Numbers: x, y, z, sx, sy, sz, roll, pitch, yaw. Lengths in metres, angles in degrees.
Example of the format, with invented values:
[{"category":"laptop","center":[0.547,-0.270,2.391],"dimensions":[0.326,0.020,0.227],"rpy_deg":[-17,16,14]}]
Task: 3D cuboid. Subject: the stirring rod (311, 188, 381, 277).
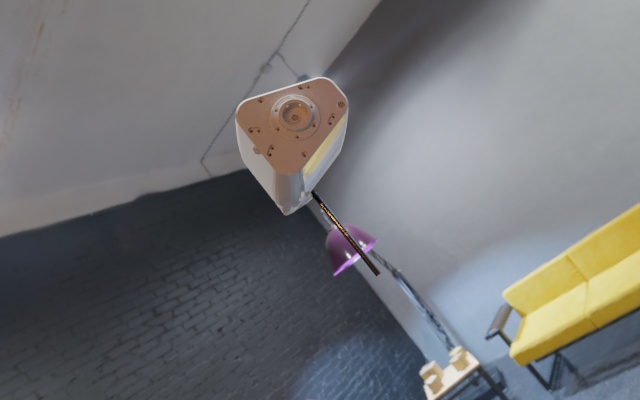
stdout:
[{"category":"stirring rod","center":[0.000,0.002,0.628],"dimensions":[0.011,0.239,0.011],"rpy_deg":[-37,-11,-8]}]
